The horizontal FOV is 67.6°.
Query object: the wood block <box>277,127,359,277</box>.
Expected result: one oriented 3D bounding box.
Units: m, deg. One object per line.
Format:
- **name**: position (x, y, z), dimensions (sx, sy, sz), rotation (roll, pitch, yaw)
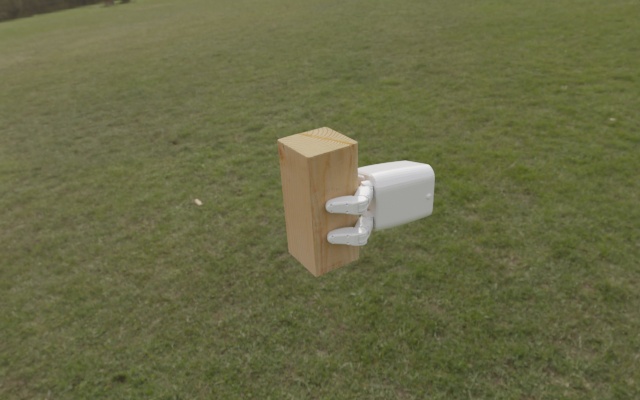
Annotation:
- **wood block**: position (0.000, 0.002, 0.752), dimensions (0.090, 0.206, 0.090), rotation (-19, 33, -27)
